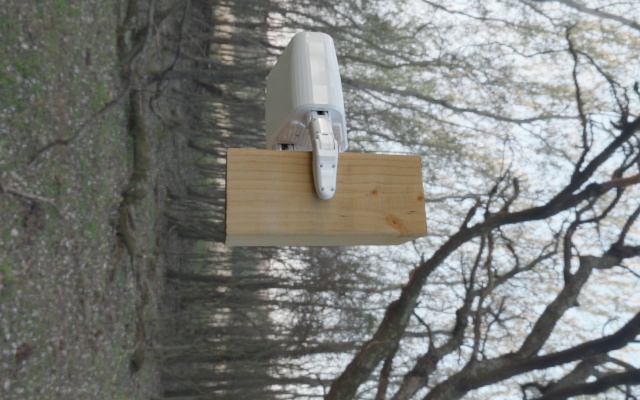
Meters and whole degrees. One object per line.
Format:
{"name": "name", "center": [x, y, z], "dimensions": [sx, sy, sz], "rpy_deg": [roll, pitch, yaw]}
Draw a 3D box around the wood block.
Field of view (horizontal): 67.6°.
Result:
{"name": "wood block", "center": [0.000, 0.001, 0.524], "dimensions": [0.206, 0.090, 0.091], "rpy_deg": [1, -13, -12]}
